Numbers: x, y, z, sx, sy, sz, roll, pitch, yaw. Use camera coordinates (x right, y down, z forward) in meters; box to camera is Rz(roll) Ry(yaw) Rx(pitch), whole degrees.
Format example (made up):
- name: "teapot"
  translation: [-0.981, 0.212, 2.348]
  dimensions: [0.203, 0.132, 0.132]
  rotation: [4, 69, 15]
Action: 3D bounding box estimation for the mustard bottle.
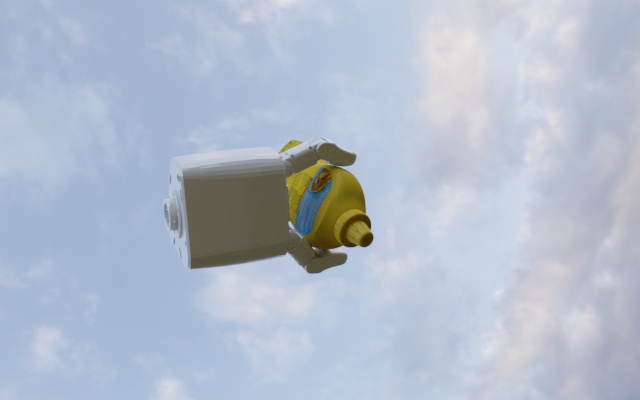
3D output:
- name: "mustard bottle"
  translation: [0.000, 0.002, 0.557]
  dimensions: [0.058, 0.096, 0.191]
  rotation: [18, 14, -37]
